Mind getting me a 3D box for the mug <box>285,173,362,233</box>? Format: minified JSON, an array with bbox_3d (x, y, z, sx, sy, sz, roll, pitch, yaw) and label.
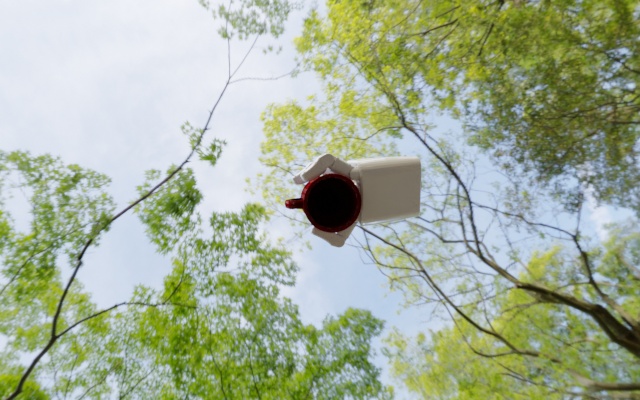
[{"bbox_3d":[-0.001,0.003,0.778,0.117,0.093,0.081,-7,6,-10],"label":"mug"}]
